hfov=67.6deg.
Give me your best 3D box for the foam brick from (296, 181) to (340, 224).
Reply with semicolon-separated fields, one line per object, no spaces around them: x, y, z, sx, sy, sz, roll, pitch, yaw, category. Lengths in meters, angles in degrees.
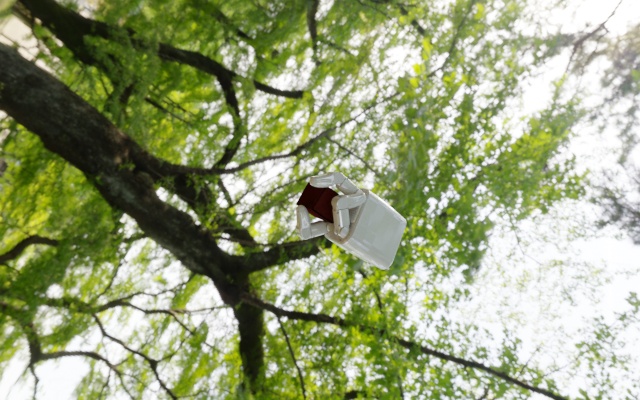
0.000;0.003;0.866;0.051;0.053;0.078;34;-6;-24;foam brick
